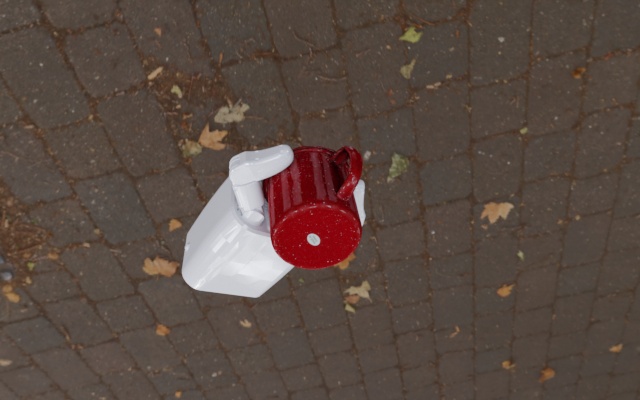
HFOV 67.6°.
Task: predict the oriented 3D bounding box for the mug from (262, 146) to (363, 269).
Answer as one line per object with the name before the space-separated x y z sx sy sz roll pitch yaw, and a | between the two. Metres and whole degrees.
mug | 0.001 0.001 0.440 0.093 0.117 0.081 28 30 -27
